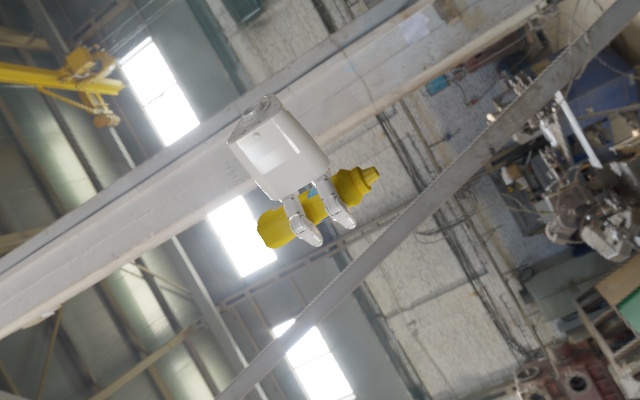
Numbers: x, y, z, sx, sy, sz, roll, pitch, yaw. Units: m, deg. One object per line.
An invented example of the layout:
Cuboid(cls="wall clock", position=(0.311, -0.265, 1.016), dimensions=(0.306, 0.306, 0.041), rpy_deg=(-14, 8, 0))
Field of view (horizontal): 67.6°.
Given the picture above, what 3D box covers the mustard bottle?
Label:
Cuboid(cls="mustard bottle", position=(0.000, 0.003, 0.708), dimensions=(0.191, 0.058, 0.096), rpy_deg=(-29, 5, 18))
